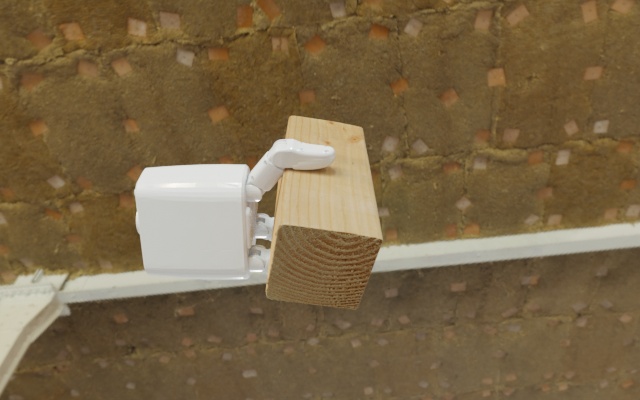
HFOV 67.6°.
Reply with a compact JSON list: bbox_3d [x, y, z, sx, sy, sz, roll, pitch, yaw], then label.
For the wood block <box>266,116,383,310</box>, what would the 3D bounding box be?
[{"bbox_3d":[0.000,0.001,0.498,0.090,0.091,0.206,9,35,-7],"label":"wood block"}]
